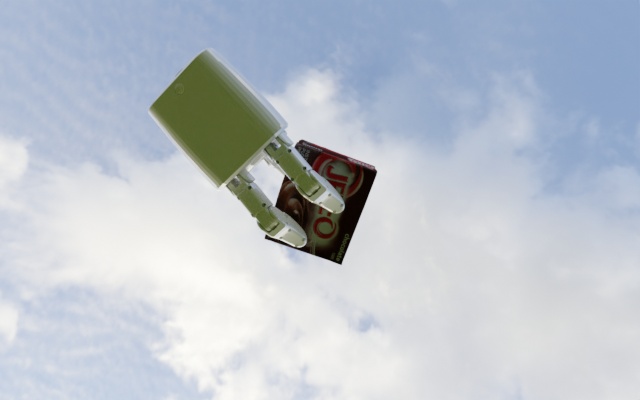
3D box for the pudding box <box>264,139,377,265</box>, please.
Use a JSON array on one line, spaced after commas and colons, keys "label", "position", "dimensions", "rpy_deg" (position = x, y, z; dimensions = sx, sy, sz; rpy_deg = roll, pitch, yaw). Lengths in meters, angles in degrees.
[{"label": "pudding box", "position": [0.000, 0.002, 0.515], "dimensions": [0.090, 0.113, 0.039], "rpy_deg": [19, 16, -1]}]
